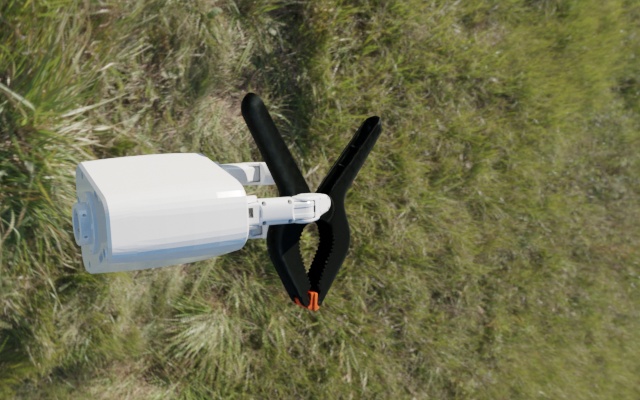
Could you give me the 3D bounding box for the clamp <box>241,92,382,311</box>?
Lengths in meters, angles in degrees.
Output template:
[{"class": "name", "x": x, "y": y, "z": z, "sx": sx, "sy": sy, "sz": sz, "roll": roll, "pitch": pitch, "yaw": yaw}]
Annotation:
[{"class": "clamp", "x": 0.000, "y": 0.002, "z": 0.479, "sx": 0.164, "sy": 0.210, "sz": 0.036, "roll": -6, "pitch": 7, "yaw": -35}]
